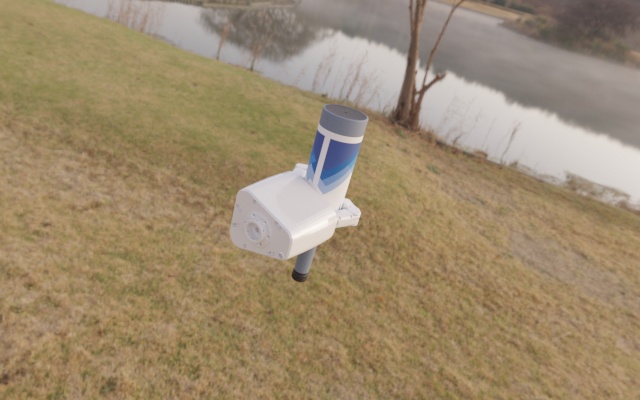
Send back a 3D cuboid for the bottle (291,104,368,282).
[{"bbox_3d":[0.000,0.002,0.739,0.069,0.296,0.069,13,26,-6],"label":"bottle"}]
